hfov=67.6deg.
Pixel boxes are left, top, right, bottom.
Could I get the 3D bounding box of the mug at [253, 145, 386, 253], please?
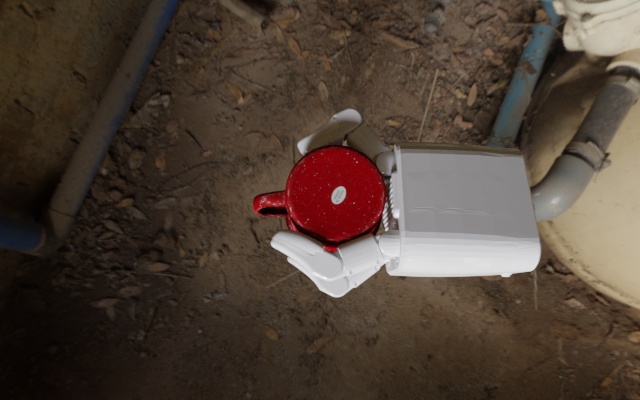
[{"bbox_3d":[-0.001,0.001,0.413,0.117,0.093,0.081,1,-12,0],"label":"mug"}]
